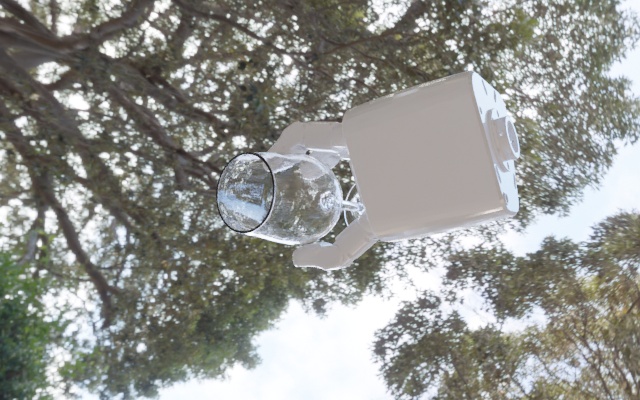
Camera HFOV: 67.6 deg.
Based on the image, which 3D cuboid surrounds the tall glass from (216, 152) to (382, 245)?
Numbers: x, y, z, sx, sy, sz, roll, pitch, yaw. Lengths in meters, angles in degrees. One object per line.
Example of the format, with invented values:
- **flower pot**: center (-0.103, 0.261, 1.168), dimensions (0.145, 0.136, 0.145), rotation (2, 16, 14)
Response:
- **tall glass**: center (0.000, 0.002, 0.439), dimensions (0.079, 0.079, 0.201), rotation (0, -4, 36)
